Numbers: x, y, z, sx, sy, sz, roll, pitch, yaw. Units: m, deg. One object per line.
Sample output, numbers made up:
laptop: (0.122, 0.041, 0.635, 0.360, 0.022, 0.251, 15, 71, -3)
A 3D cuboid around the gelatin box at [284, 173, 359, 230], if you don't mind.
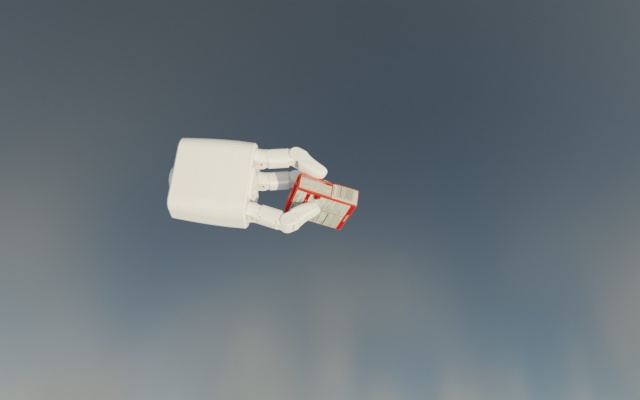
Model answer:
gelatin box: (0.000, 0.003, 0.674, 0.089, 0.030, 0.073, 17, -34, -8)
